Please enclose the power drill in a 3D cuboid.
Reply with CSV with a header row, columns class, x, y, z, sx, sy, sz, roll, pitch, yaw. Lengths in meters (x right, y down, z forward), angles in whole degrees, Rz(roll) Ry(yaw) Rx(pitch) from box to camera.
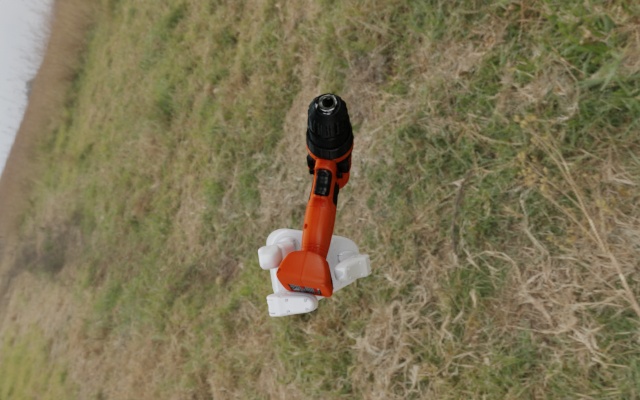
class,x,y,z,sx,sy,sz,roll,pitch,yaw
power drill,0.000,0.002,0.514,0.057,0.187,0.184,9,-19,8
